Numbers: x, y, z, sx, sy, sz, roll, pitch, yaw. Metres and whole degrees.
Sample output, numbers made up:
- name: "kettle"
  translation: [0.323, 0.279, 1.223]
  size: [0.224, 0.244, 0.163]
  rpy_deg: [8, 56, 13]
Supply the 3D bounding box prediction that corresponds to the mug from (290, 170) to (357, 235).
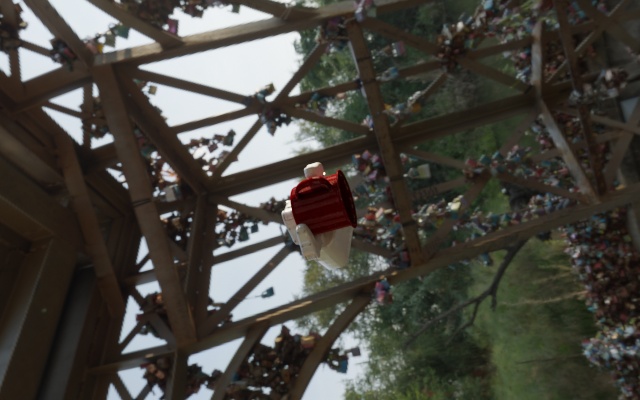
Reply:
- name: "mug"
  translation: [-0.001, 0.002, 0.725]
  size: [0.081, 0.093, 0.117]
  rpy_deg: [-16, -32, 13]
